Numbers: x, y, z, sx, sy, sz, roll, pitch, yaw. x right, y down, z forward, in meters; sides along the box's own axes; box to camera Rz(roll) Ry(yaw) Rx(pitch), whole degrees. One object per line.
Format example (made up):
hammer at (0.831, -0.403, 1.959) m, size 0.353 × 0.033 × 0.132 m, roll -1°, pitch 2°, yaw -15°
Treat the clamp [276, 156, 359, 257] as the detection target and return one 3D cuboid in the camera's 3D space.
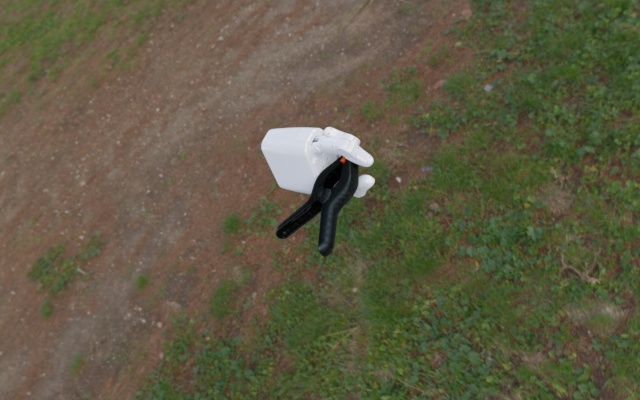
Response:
clamp at (0.000, 0.002, 0.738) m, size 0.120 × 0.171 × 0.039 m, roll 8°, pitch -28°, yaw 38°
